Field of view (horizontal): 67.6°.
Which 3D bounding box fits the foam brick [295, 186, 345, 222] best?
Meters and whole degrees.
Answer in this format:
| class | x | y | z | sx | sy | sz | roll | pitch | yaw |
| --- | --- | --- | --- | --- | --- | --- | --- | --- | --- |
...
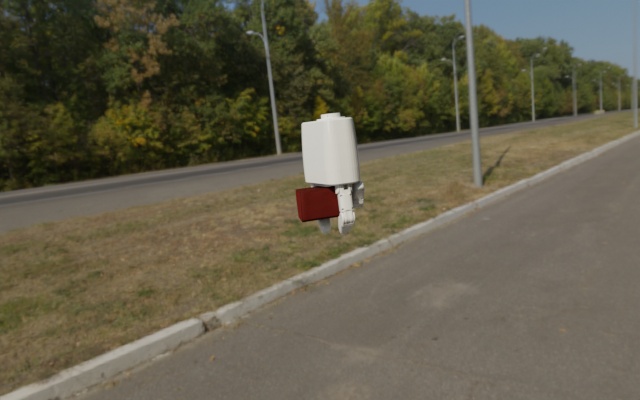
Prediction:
| class | x | y | z | sx | sy | sz | roll | pitch | yaw |
| --- | --- | --- | --- | --- | --- | --- | --- | --- | --- |
| foam brick | 0.000 | 0.003 | 0.809 | 0.078 | 0.051 | 0.053 | -8 | 9 | -11 |
